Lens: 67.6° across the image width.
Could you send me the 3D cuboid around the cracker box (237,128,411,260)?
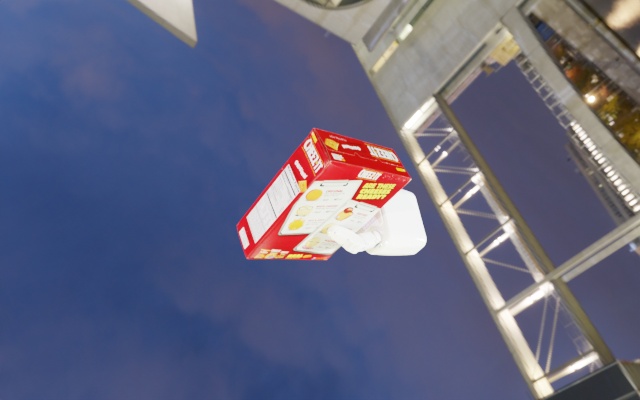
[{"bbox_3d":[0.000,0.003,0.704,0.164,0.072,0.214,7,-44,-42],"label":"cracker box"}]
